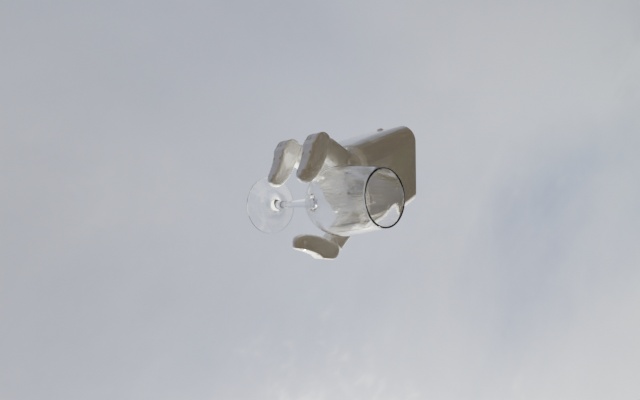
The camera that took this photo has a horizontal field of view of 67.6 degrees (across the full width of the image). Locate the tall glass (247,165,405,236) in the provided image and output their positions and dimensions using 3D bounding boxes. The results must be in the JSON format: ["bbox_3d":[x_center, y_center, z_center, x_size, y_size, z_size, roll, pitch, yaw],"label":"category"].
[{"bbox_3d":[0.000,0.002,0.550,0.079,0.079,0.201,0,-2,-41],"label":"tall glass"}]
